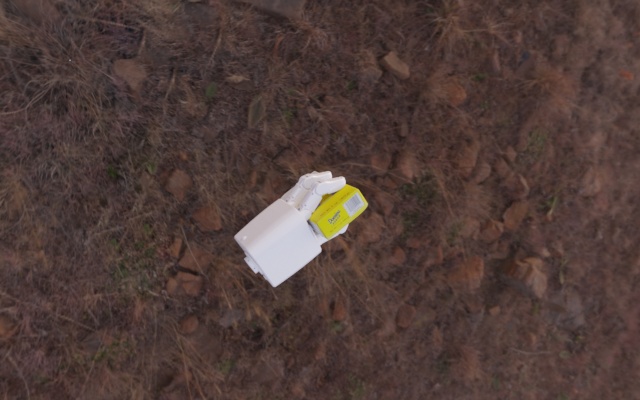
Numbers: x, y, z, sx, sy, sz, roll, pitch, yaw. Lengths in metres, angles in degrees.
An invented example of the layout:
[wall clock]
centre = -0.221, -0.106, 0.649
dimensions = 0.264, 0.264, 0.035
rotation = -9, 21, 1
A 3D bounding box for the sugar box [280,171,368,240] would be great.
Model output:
[sugar box]
centre = 0.000, 0.002, 0.855
dimensions = 0.093, 0.048, 0.176
rotation = -39, 29, -13
